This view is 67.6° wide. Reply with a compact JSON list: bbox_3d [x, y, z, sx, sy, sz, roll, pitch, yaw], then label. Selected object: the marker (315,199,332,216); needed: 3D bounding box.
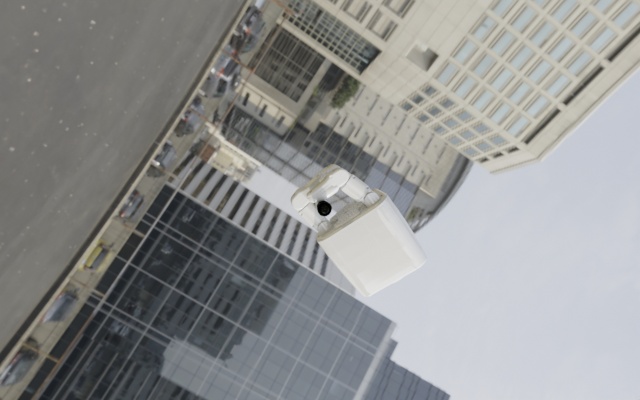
[{"bbox_3d":[0.000,0.002,0.648,0.020,0.020,0.121,0,9,-6],"label":"marker"}]
